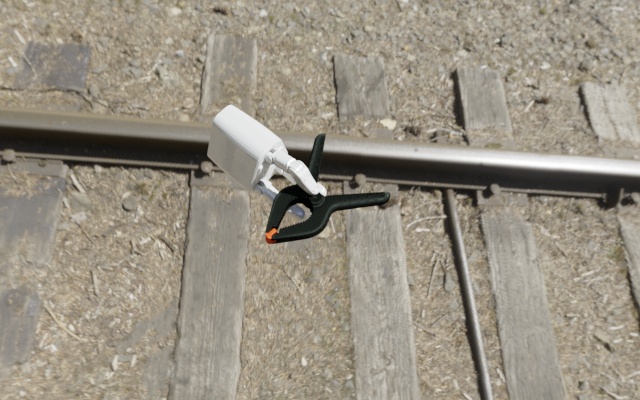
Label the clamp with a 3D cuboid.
[{"bbox_3d":[0.000,0.002,0.767,0.164,0.210,0.036,37,-23,12],"label":"clamp"}]
